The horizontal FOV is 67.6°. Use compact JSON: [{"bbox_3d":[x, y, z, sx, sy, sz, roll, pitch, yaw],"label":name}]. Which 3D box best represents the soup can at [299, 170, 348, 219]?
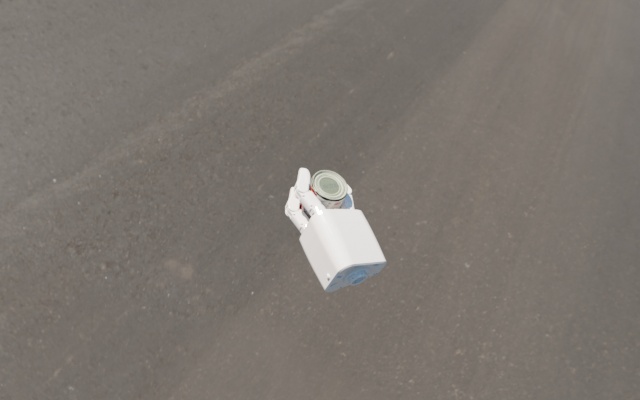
[{"bbox_3d":[0.000,0.002,0.850,0.068,0.068,0.102,0,-36,-23],"label":"soup can"}]
